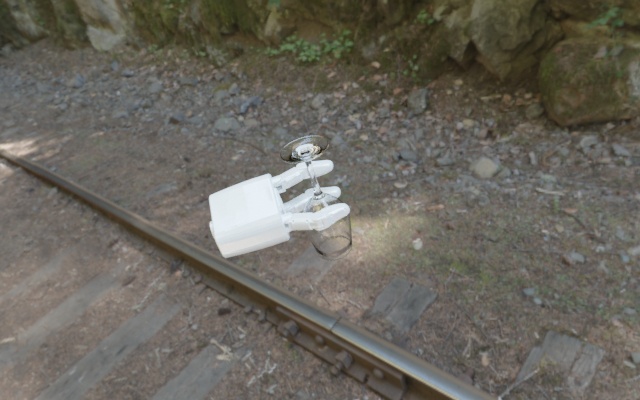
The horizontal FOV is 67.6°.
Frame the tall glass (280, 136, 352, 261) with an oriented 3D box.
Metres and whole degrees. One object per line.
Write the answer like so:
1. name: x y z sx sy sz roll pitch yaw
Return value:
1. tall glass: 0.000 0.002 0.757 0.079 0.201 0.079 -12 34 8
